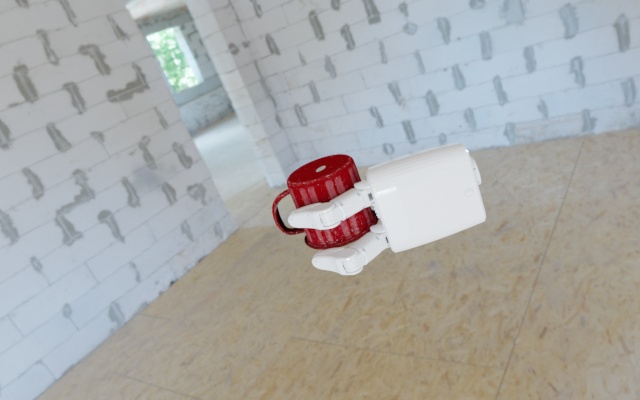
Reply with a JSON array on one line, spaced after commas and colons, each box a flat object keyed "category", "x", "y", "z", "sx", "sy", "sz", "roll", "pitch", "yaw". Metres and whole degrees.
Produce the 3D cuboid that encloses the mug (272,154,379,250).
[{"category": "mug", "x": -0.001, "y": 0.002, "z": 0.554, "sx": 0.117, "sy": 0.081, "sz": 0.093, "roll": -18, "pitch": 21, "yaw": 8}]
